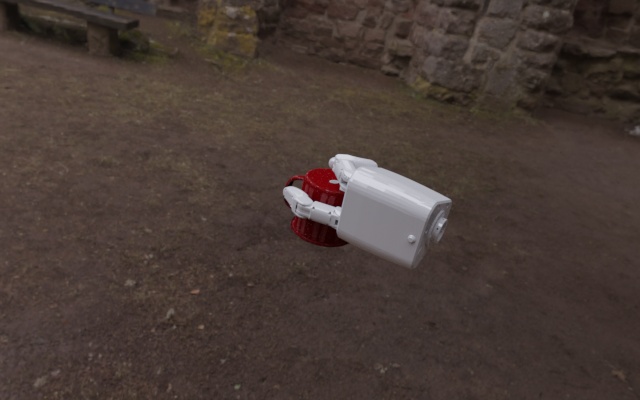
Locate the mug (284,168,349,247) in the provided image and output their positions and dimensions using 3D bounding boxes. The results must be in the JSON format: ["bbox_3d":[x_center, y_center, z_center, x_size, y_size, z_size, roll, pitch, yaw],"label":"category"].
[{"bbox_3d":[-0.001,0.001,0.676,0.117,0.081,0.093,25,28,22],"label":"mug"}]
